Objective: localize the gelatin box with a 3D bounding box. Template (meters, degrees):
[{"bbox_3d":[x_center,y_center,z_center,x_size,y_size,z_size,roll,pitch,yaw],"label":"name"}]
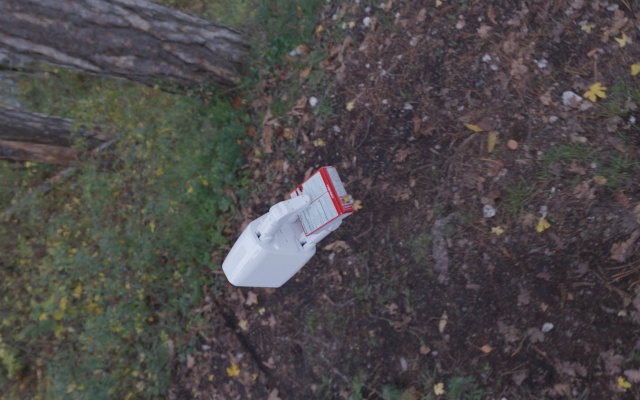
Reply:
[{"bbox_3d":[0.000,0.002,0.693,0.030,0.073,0.089,-10,-18,-43],"label":"gelatin box"}]
